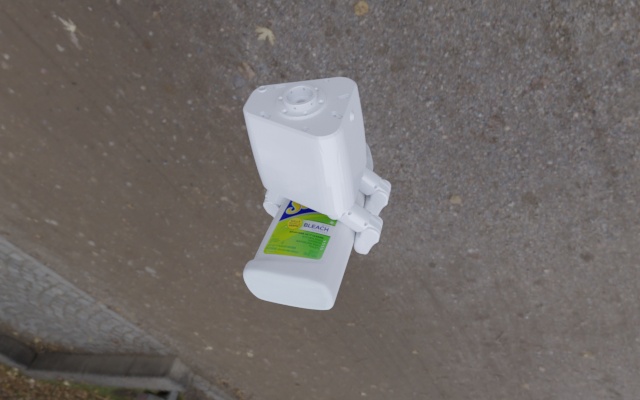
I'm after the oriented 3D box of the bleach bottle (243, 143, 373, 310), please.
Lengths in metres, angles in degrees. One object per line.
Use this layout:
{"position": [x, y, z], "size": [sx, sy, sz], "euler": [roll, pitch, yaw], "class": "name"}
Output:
{"position": [0.000, 0.002, 0.572], "size": [0.102, 0.250, 0.068], "euler": [7, -38, 16], "class": "bleach bottle"}
